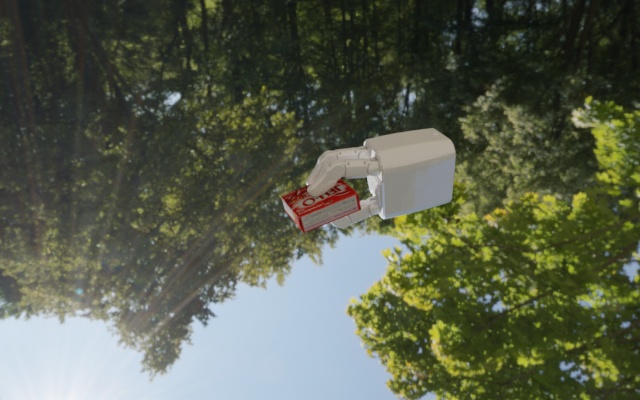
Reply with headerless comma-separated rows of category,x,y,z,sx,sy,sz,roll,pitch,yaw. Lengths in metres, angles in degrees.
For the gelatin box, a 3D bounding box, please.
gelatin box,0.000,0.003,0.656,0.089,0.030,0.073,-22,30,-14
